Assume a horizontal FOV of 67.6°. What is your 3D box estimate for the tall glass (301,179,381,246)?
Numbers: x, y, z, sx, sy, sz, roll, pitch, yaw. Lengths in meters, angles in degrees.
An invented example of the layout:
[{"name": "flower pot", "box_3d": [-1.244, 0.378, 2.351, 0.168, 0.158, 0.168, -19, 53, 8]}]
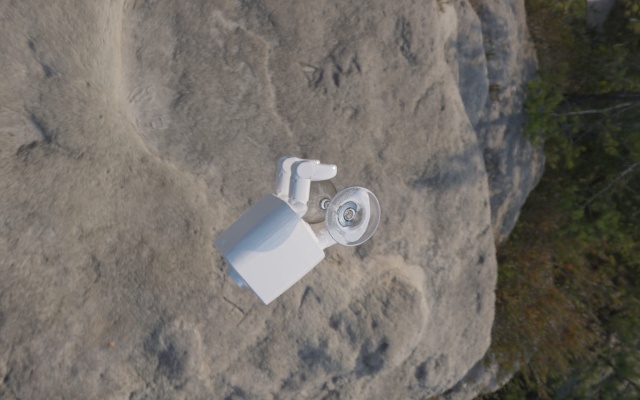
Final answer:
[{"name": "tall glass", "box_3d": [0.001, 0.002, 0.663, 0.079, 0.079, 0.201, 0, 10, -24]}]
